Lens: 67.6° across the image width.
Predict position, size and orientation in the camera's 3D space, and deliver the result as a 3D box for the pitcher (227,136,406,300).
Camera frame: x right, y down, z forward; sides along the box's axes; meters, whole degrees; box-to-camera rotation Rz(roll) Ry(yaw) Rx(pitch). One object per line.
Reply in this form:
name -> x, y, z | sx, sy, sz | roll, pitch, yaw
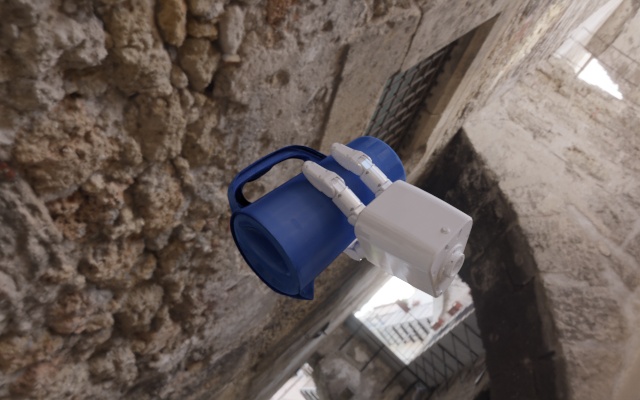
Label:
pitcher -> 0.000, 0.002, 0.657 | 0.145, 0.149, 0.242 | 29, 53, 34
